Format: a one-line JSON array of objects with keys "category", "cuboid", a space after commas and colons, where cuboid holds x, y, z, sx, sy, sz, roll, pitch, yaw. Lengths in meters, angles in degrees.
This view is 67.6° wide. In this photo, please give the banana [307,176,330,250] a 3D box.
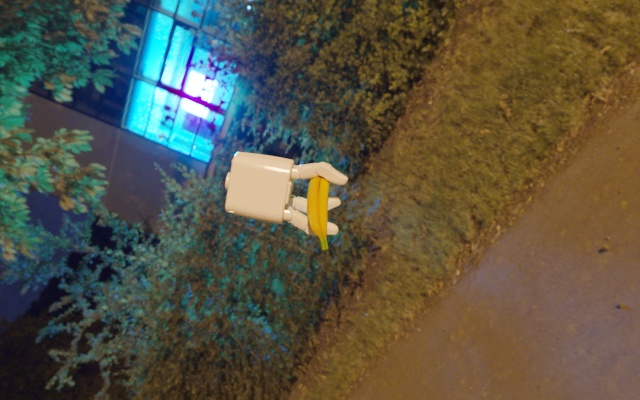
[{"category": "banana", "cuboid": [-0.002, -0.008, 0.859, 0.037, 0.197, 0.070, -1, -44, 7]}]
